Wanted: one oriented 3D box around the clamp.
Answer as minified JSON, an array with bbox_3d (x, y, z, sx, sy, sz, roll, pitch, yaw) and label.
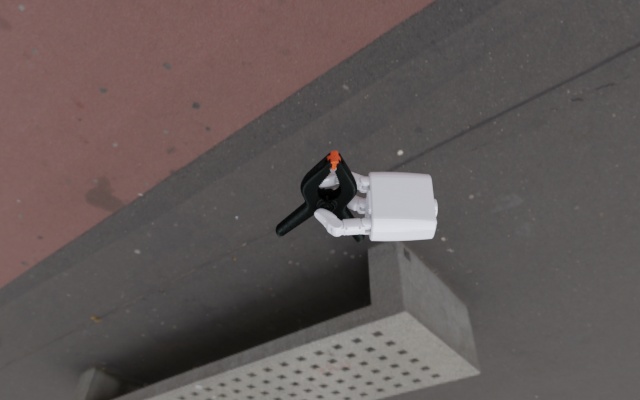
[{"bbox_3d":[0.000,0.003,0.821,0.164,0.036,0.210,-1,-44,-1],"label":"clamp"}]
